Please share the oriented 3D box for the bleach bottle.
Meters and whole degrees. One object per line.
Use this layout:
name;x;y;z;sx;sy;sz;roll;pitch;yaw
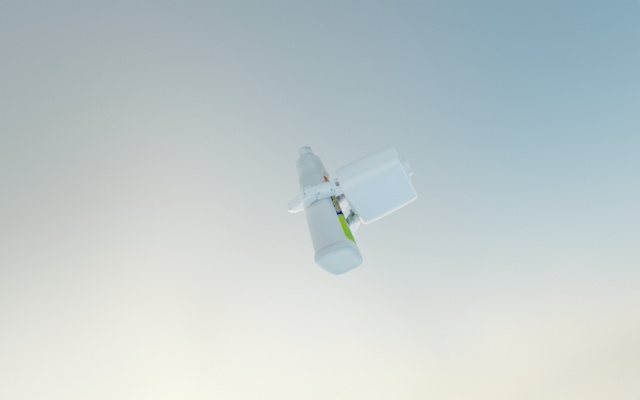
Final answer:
bleach bottle;0.000;0.003;0.852;0.068;0.250;0.103;-26;-31;12
